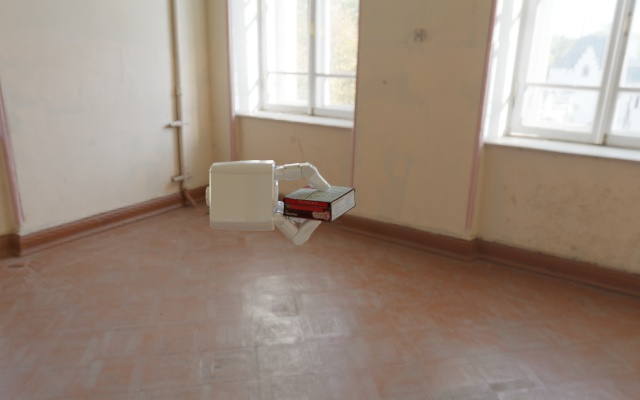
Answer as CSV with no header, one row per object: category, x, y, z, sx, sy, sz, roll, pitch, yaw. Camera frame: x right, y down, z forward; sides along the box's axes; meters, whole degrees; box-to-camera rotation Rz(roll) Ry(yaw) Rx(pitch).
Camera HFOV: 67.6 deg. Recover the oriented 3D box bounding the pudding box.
pudding box,0.000,0.003,0.820,0.090,0.039,0.113,7,18,24
